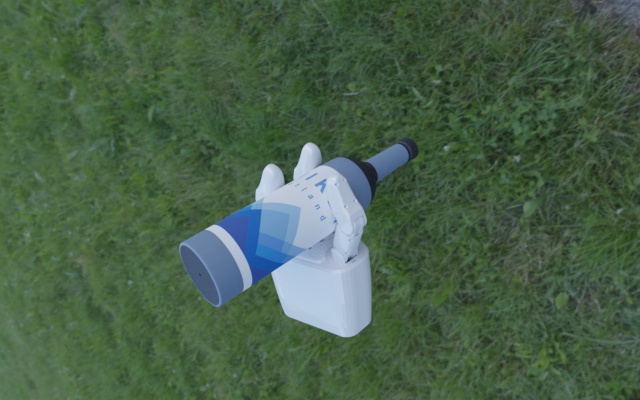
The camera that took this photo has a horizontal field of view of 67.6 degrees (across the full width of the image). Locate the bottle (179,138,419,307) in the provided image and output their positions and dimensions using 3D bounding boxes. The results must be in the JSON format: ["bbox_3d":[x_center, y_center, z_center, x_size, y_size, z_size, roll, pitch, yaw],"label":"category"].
[{"bbox_3d":[0.000,0.002,0.500,0.295,0.069,0.069,-31,17,-31],"label":"bottle"}]
